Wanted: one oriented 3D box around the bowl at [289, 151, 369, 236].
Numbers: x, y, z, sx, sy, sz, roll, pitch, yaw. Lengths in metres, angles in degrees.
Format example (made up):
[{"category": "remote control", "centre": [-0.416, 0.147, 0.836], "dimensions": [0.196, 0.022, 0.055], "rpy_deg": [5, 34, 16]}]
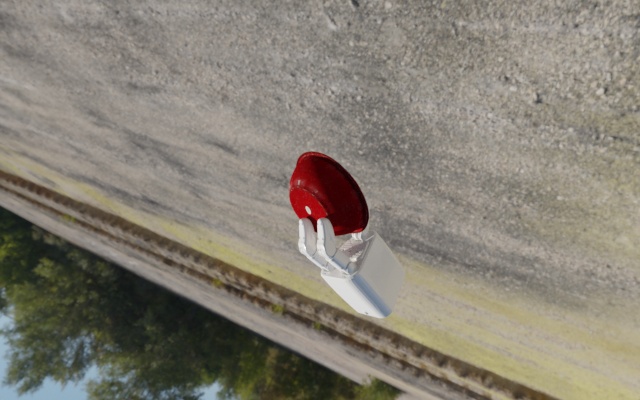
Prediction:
[{"category": "bowl", "centre": [-0.001, 0.002, 0.775], "dimensions": [0.055, 0.162, 0.162], "rpy_deg": [-39, 21, -29]}]
